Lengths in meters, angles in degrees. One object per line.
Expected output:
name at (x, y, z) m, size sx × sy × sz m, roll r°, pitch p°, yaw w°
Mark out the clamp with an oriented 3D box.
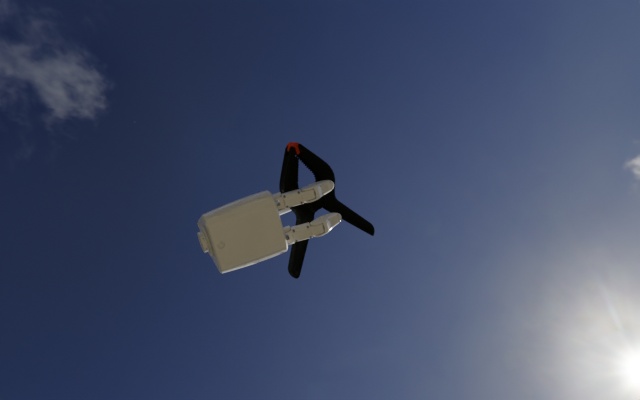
clamp at (-0.001, 0.002, 0.768) m, size 0.164 × 0.210 × 0.036 m, roll -20°, pitch 16°, yaw -22°
